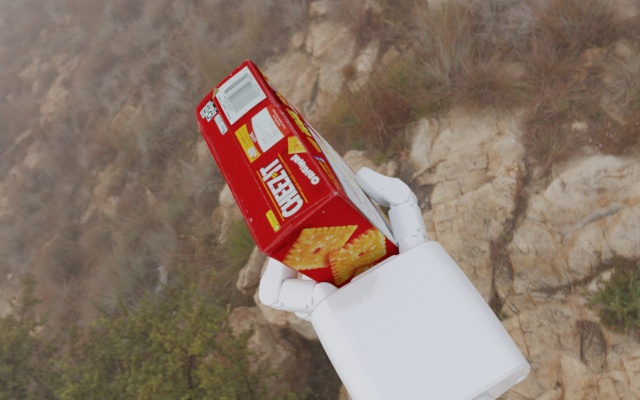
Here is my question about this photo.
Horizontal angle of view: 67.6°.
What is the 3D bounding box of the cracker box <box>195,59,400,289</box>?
[{"bbox_3d":[0.000,0.001,0.423,0.072,0.164,0.214,-38,-36,8],"label":"cracker box"}]
